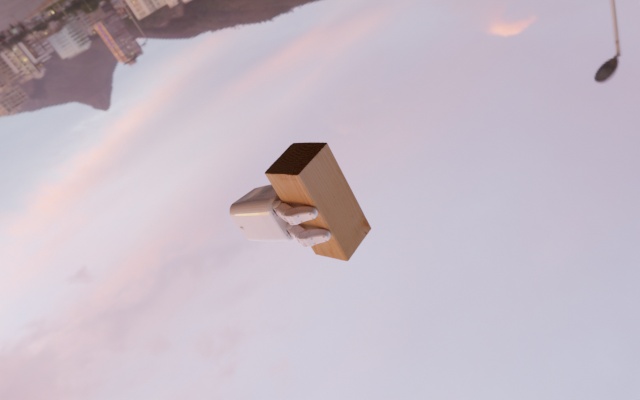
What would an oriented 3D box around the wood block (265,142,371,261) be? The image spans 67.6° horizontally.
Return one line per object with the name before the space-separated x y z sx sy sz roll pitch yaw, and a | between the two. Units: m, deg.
wood block | 0.000 0.003 0.872 0.090 0.206 0.090 6 47 43
